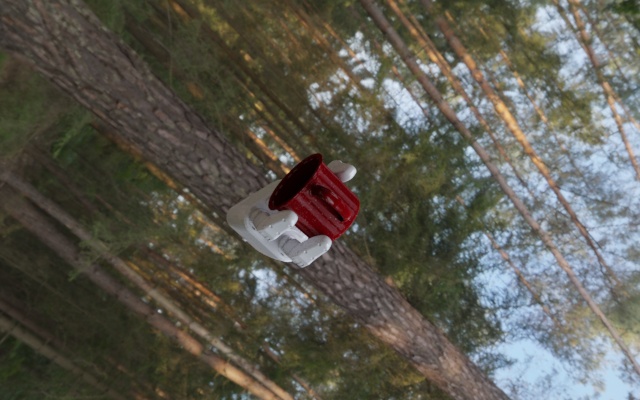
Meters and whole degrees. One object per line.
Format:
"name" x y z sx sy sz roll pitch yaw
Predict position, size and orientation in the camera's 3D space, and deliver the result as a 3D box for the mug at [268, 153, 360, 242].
"mug" 0.001 0.002 0.590 0.081 0.093 0.117 44 -16 -20
